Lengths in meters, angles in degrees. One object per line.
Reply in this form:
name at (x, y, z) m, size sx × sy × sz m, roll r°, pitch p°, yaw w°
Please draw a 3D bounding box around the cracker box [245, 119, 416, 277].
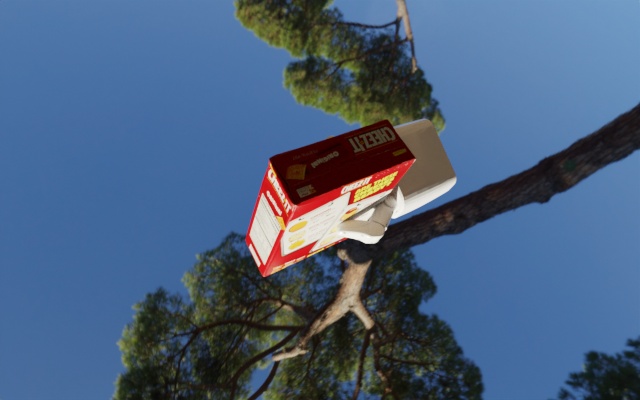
cracker box at (0.000, 0.002, 0.608) m, size 0.164 × 0.072 × 0.214 m, roll -22°, pitch -20°, yaw -26°
